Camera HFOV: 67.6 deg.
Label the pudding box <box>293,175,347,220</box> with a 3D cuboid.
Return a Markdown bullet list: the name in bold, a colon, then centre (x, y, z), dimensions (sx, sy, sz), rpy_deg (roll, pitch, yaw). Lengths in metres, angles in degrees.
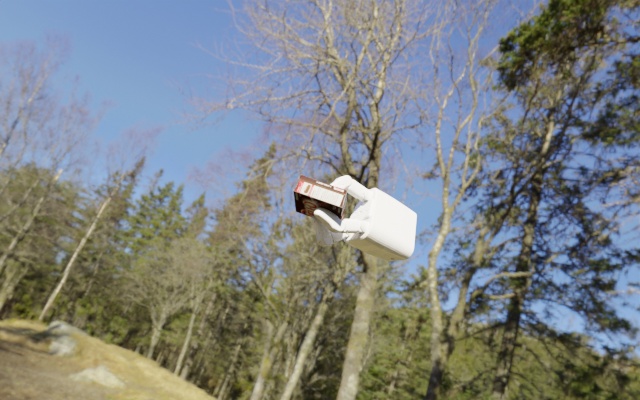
- **pudding box**: centre (0.000, 0.003, 0.861), dimensions (0.090, 0.039, 0.113), rpy_deg (18, -21, 6)
